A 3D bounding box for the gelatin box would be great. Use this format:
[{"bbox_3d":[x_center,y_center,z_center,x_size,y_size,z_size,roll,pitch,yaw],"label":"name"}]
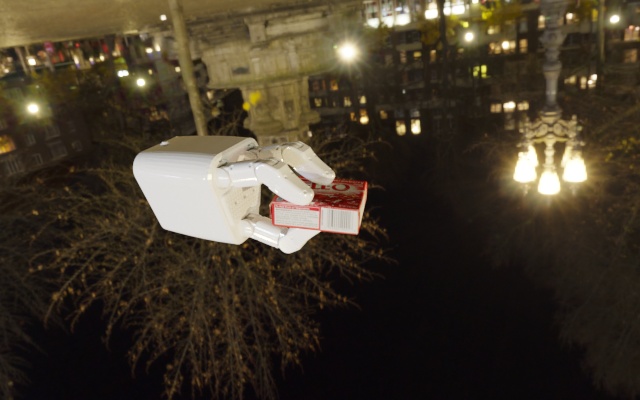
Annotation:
[{"bbox_3d":[0.000,0.002,0.492,0.089,0.030,0.073,6,25,9],"label":"gelatin box"}]
